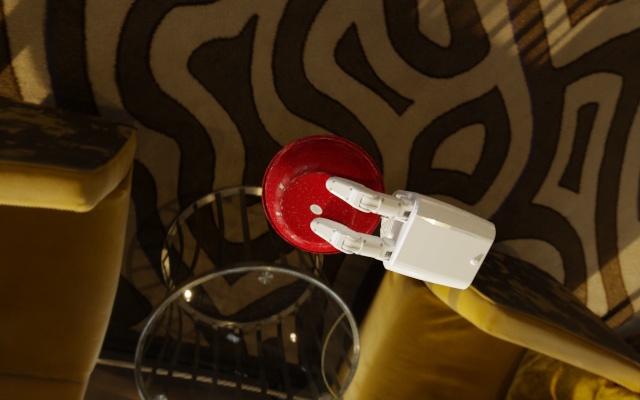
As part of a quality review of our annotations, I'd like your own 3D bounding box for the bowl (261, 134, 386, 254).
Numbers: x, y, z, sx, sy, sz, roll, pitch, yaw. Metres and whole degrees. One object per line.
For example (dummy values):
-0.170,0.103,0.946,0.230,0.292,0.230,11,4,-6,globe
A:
-0.001,0.002,0.595,0.162,0.162,0.055,0,17,7,bowl
